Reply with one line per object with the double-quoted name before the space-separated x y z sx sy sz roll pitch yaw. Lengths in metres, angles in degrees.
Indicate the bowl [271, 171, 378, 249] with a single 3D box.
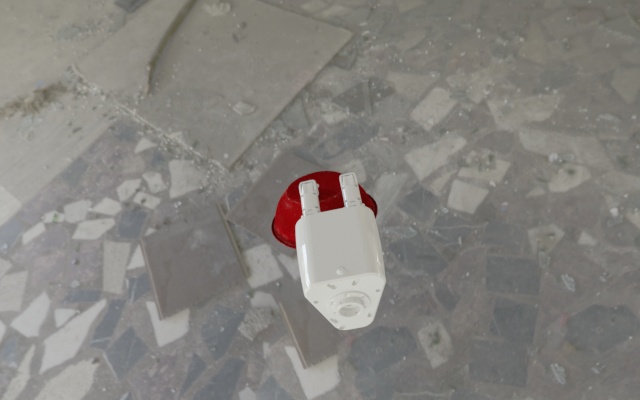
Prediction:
"bowl" 0.000 0.001 0.700 0.162 0.055 0.162 -10 30 6
